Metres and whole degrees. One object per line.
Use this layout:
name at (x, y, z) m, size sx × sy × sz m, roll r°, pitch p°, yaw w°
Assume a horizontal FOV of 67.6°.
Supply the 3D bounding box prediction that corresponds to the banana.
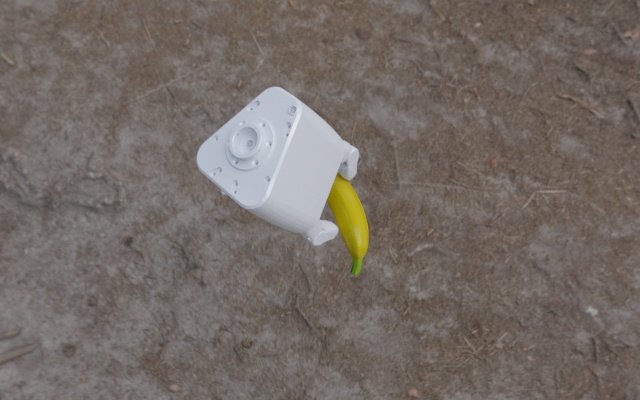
banana at (0.012, -0.006, 0.607) m, size 0.037 × 0.197 × 0.070 m, roll -4°, pitch -31°, yaw -46°
